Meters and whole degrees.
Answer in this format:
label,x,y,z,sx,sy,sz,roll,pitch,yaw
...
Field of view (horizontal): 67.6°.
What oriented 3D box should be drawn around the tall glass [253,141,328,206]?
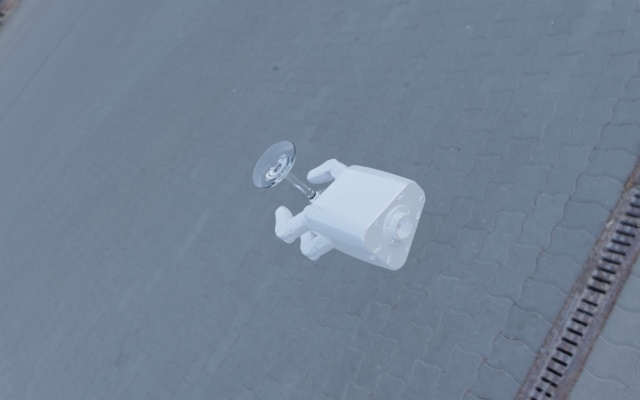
label,x,y,z,sx,sy,sz,roll,pitch,yaw
tall glass,0.000,0.002,0.679,0.079,0.079,0.201,0,-29,44
